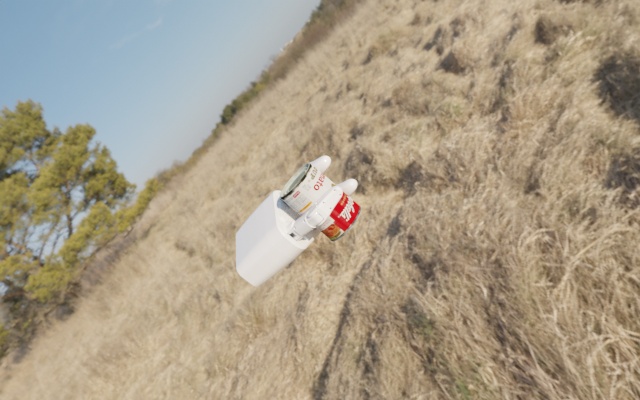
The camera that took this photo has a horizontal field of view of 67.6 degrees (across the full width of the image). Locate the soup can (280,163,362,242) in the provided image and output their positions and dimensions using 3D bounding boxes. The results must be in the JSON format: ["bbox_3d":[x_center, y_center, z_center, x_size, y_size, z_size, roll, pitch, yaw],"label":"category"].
[{"bbox_3d":[0.000,0.002,0.696,0.102,0.068,0.068,40,-12,-15],"label":"soup can"}]
